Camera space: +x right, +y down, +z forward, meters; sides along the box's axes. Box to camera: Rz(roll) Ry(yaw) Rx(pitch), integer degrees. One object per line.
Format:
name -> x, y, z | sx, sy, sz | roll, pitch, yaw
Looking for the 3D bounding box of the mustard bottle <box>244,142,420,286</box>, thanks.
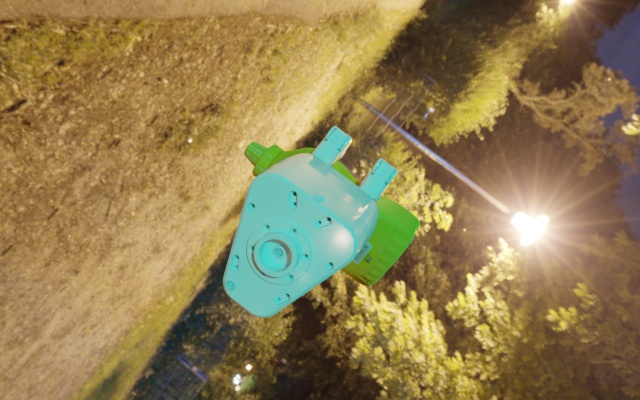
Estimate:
mustard bottle -> 0.000, 0.002, 0.498 | 0.191, 0.096, 0.058 | 36, 41, 4
